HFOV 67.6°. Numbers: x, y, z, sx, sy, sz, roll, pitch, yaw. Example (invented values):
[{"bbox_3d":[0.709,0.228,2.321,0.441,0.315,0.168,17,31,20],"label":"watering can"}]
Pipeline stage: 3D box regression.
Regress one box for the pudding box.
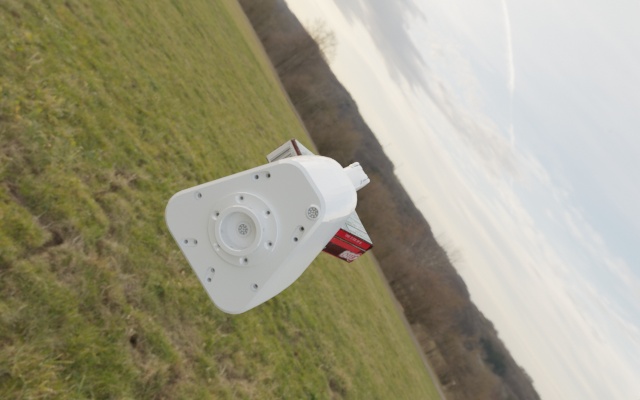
[{"bbox_3d":[0.000,0.001,0.484,0.039,0.113,0.090,-34,-32,16],"label":"pudding box"}]
